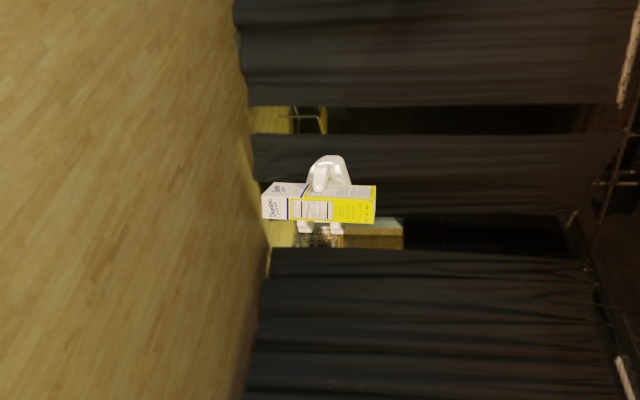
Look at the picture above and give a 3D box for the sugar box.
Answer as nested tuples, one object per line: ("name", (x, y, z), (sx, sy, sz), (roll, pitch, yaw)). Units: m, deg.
("sugar box", (0.000, 0.003, 0.776), (0.176, 0.048, 0.093), (0, 15, 8))
